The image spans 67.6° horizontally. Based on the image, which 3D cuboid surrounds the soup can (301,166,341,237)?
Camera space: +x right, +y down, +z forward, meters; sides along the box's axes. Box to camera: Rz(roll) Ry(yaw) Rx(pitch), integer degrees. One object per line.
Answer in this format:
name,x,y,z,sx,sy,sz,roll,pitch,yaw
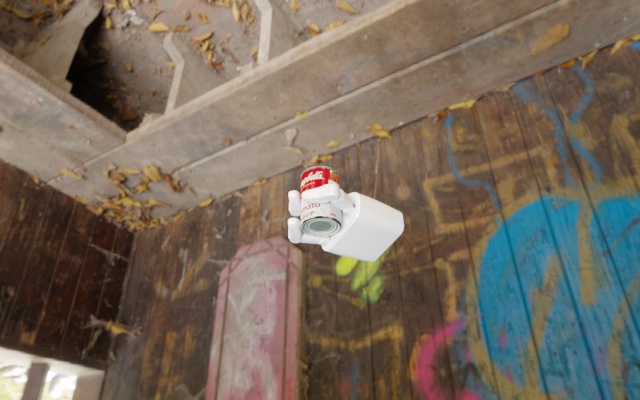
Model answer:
soup can,0.000,0.003,0.804,0.068,0.102,0.068,-1,-32,0
